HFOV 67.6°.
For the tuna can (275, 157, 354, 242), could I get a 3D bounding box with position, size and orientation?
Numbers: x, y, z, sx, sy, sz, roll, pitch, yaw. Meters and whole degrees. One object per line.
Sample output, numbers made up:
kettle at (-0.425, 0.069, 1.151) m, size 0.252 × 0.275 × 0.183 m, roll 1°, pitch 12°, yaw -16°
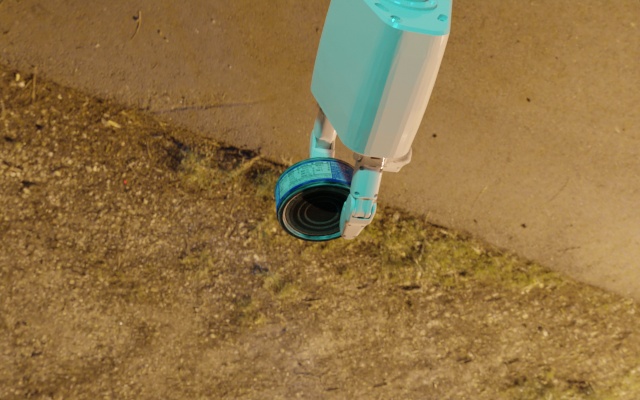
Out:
tuna can at (0.000, 0.002, 0.451) m, size 0.086 × 0.033 × 0.086 m, roll -4°, pitch -42°, yaw -4°
